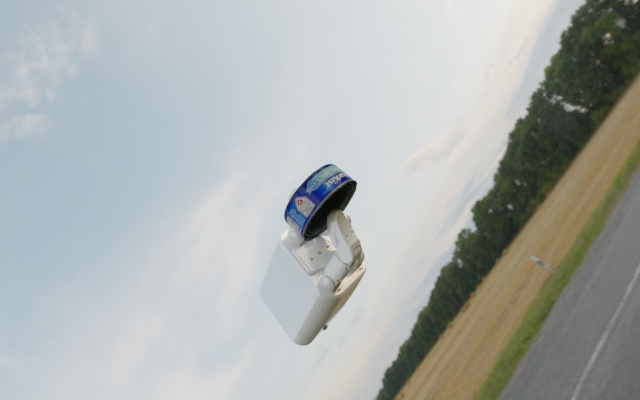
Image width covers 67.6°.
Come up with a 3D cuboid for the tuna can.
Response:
[{"bbox_3d":[0.000,0.001,0.527,0.033,0.086,0.086,41,14,17],"label":"tuna can"}]
